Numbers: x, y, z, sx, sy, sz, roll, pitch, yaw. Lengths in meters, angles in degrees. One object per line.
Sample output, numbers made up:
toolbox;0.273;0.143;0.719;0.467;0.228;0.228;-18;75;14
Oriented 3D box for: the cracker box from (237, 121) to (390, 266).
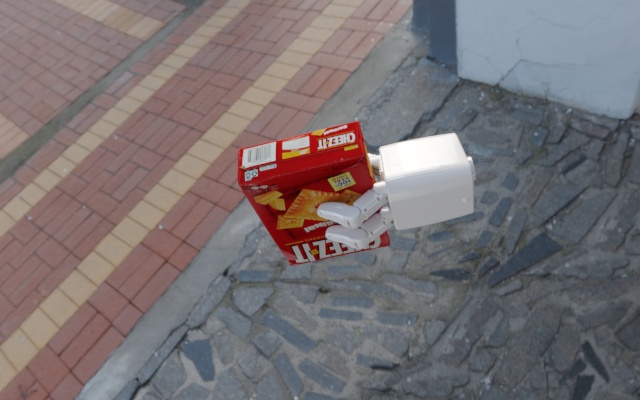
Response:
cracker box;0.000;0.002;0.667;0.164;0.072;0.214;-12;-39;10
